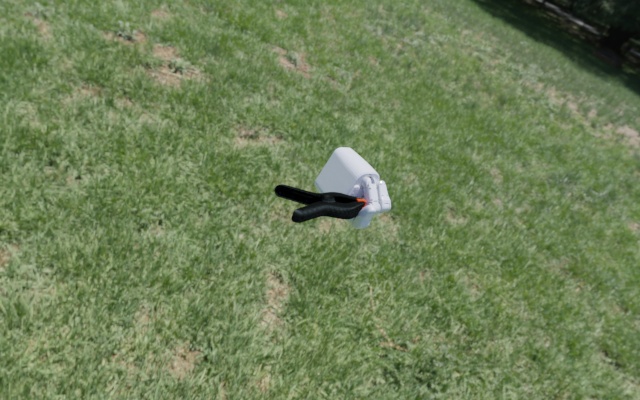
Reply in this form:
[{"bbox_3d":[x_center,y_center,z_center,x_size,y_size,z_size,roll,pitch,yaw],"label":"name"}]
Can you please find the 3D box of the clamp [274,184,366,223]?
[{"bbox_3d":[0.000,0.002,0.882,0.171,0.039,0.120,1,32,-33],"label":"clamp"}]
